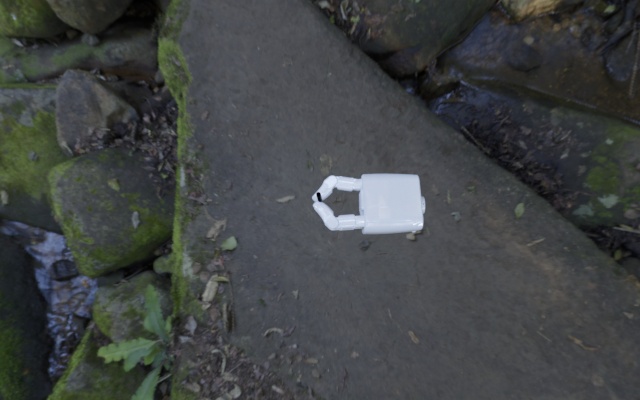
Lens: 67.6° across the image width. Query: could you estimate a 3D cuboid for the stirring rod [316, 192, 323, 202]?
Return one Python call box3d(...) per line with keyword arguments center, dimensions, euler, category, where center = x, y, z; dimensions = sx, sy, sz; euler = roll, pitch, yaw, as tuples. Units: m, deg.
box3d(center=(0.000, 0.003, 0.896), dimensions=(0.011, 0.011, 0.239), euler=(0, -6, 2), category="stirring rod")
